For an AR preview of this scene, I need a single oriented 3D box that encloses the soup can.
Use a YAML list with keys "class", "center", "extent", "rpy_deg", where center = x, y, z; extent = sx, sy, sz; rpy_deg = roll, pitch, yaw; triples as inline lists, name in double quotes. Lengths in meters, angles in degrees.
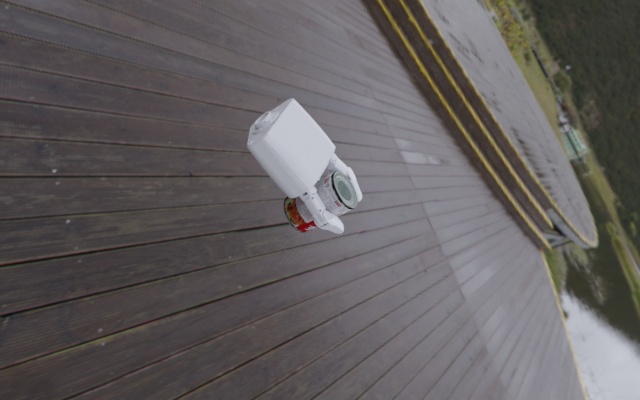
- class: "soup can"
  center: [0.001, 0.003, 0.774]
  extent: [0.102, 0.068, 0.068]
  rpy_deg: [-27, -14, 28]
